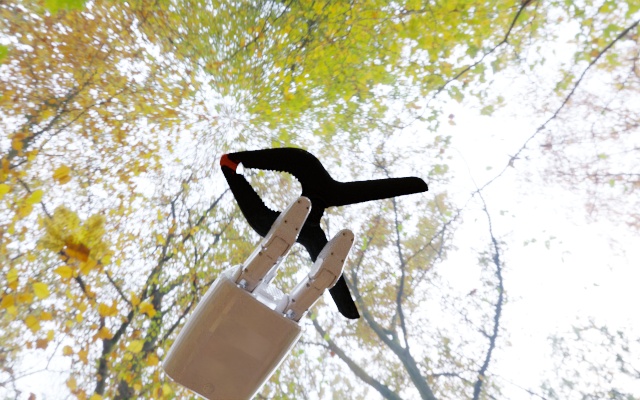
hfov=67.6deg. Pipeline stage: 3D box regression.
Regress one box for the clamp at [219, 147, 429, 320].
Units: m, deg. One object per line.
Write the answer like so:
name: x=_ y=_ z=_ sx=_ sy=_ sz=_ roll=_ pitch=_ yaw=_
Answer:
clamp: x=-0.001 y=0.001 z=0.479 sx=0.210 sy=0.164 sz=0.036 roll=36 pitch=-4 yaw=-14
